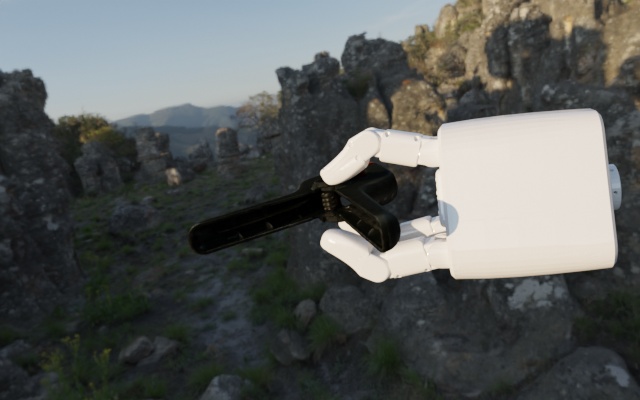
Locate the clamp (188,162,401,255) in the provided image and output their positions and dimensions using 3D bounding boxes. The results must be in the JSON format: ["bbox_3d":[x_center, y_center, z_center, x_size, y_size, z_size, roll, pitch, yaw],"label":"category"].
[{"bbox_3d":[0.000,0.000,0.411,0.164,0.036,0.210,-5,14,19],"label":"clamp"}]
